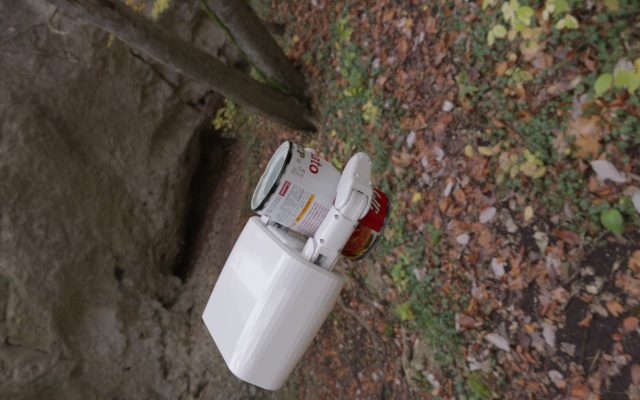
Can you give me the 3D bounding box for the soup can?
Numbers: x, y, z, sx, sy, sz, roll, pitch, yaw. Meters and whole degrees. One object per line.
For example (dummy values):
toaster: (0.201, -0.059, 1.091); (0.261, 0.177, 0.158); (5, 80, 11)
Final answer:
soup can: (0.000, 0.001, 0.413); (0.102, 0.068, 0.068); (28, -9, -17)
